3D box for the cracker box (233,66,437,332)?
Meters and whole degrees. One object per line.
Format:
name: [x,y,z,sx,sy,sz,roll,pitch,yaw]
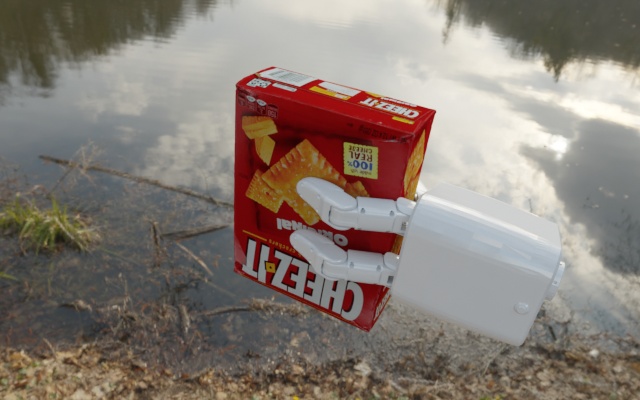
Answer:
cracker box: [0.000,0.001,0.450,0.164,0.214,0.072,20,34,20]
